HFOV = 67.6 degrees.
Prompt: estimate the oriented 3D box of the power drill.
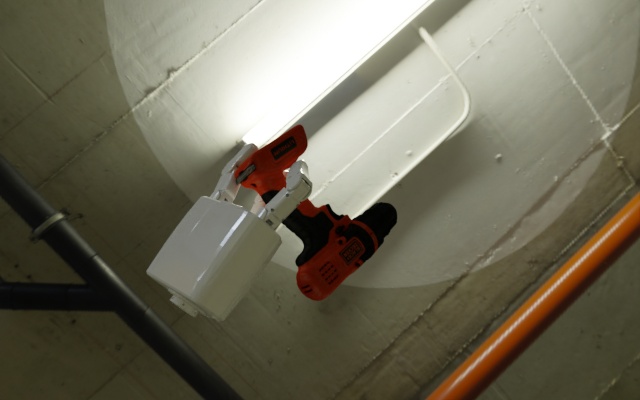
[{"bbox_3d":[0.000,0.002,0.589,0.184,0.187,0.057,-39,2,-41],"label":"power drill"}]
